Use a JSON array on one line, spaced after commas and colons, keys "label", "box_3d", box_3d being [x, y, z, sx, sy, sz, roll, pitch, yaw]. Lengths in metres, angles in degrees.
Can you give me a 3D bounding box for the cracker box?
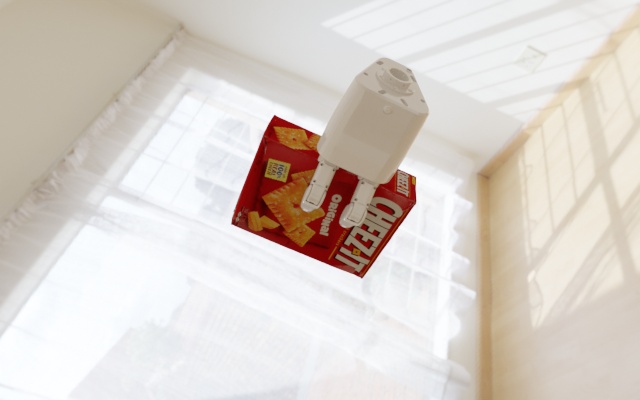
[{"label": "cracker box", "box_3d": [0.000, 0.002, 0.662, 0.214, 0.164, 0.072, 23, 37, -7]}]
